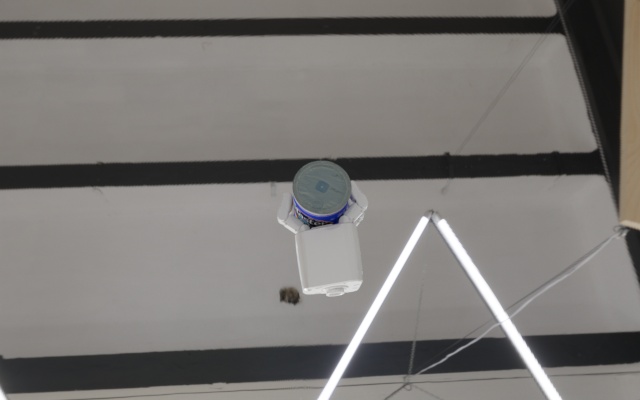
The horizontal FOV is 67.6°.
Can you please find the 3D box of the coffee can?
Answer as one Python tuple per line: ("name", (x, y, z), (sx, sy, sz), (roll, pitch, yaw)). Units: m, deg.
("coffee can", (0.000, 0.003, 0.887), (0.103, 0.102, 0.140), (0, -23, -2))
